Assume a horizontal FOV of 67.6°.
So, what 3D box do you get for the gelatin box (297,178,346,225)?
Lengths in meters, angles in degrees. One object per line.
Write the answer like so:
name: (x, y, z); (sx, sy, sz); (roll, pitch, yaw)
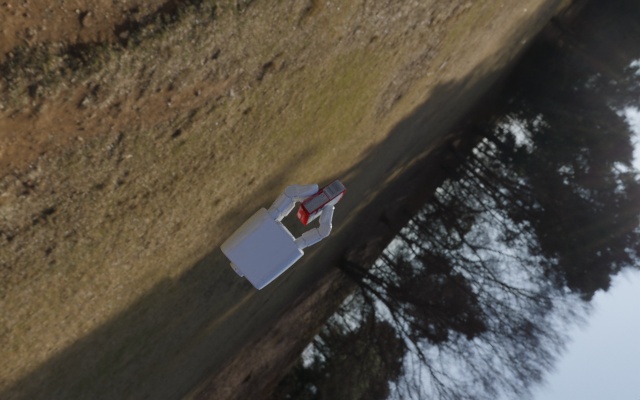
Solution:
gelatin box: (0.001, 0.003, 0.892); (0.089, 0.030, 0.073); (-34, -10, -16)
